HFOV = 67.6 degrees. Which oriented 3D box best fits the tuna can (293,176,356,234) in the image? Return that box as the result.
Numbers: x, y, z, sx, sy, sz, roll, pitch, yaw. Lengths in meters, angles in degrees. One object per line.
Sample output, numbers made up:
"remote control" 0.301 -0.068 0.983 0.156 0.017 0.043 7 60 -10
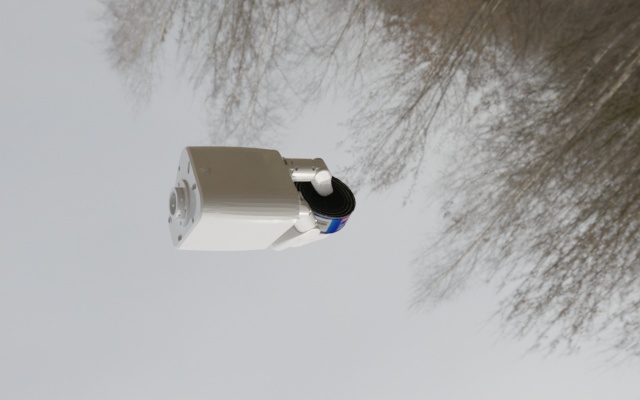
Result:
"tuna can" 0.000 0.002 0.617 0.086 0.034 0.086 16 39 -13
